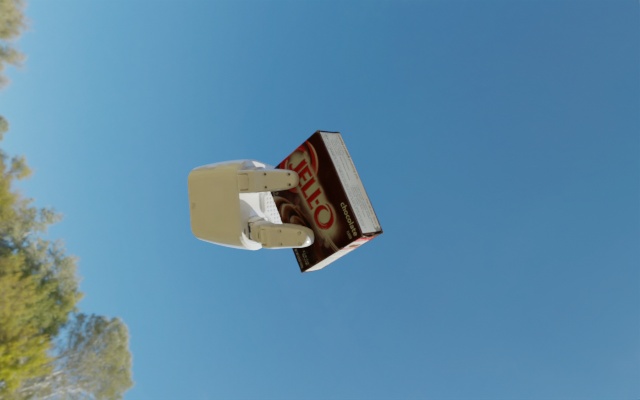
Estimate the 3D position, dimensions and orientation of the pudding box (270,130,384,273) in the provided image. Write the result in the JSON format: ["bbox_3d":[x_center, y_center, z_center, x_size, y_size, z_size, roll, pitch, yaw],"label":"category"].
[{"bbox_3d":[0.000,0.002,0.468,0.039,0.113,0.090,-8,-21,-46],"label":"pudding box"}]
